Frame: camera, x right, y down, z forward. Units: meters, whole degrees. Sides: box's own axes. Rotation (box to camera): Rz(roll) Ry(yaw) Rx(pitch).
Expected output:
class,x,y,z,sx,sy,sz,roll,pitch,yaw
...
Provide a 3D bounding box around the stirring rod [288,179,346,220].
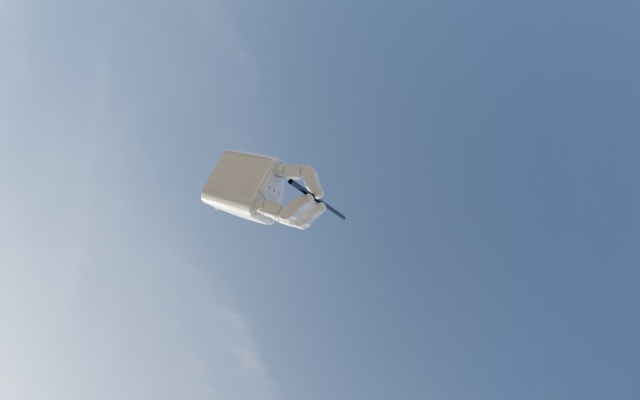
class,x,y,z,sx,sy,sz,roll,pitch,yaw
stirring rod,0.000,0.003,0.794,0.011,0.011,0.239,0,-15,22
